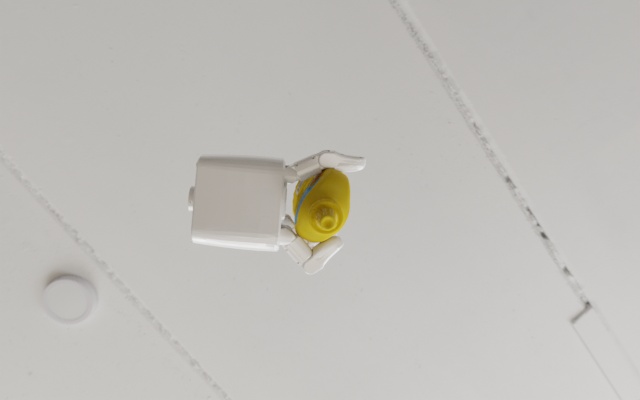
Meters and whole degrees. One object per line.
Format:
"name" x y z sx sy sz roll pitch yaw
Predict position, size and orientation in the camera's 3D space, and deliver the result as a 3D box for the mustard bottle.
"mustard bottle" 0.000 0.002 0.614 0.058 0.096 0.191 29 10 -10
